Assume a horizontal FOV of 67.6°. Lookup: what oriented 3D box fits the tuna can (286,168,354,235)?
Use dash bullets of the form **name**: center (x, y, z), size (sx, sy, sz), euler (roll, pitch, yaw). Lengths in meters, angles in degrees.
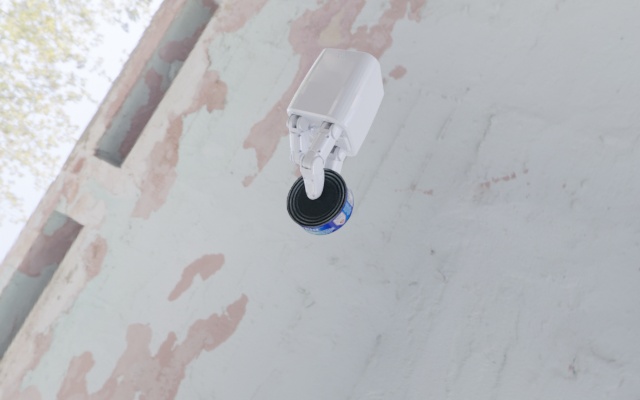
- **tuna can**: center (0.000, 0.002, 0.634), size (0.086, 0.086, 0.034), euler (0, -26, 25)
